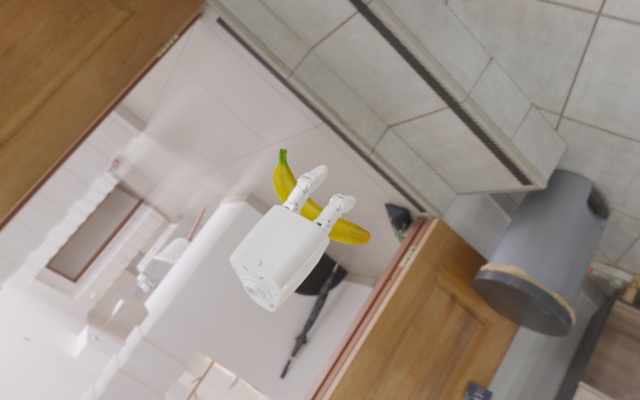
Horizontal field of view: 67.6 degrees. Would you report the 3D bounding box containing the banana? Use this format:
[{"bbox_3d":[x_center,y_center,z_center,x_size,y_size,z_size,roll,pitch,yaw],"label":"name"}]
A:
[{"bbox_3d":[-0.011,0.010,0.745,0.037,0.198,0.070,-41,-7,-46],"label":"banana"}]
